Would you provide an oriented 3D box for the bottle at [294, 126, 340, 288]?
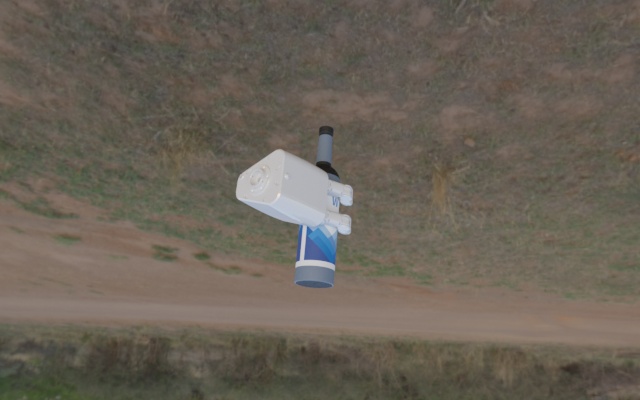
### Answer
[{"bbox_3d":[0.000,0.003,0.848,0.069,0.295,0.069,4,-21,2],"label":"bottle"}]
